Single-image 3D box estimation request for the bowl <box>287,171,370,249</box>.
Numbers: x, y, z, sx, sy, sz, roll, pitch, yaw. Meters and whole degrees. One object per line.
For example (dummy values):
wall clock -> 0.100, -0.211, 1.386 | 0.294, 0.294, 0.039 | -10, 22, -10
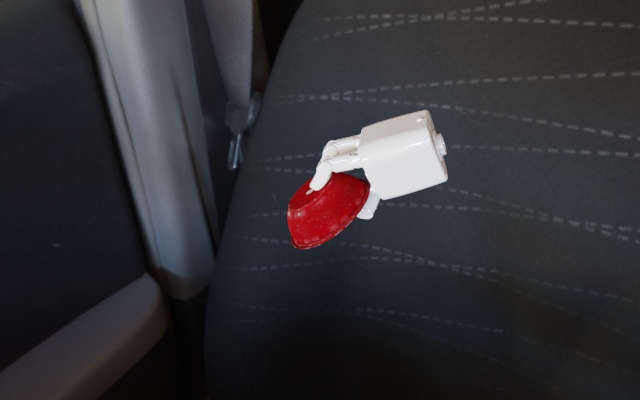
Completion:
bowl -> -0.001, 0.003, 0.780 | 0.162, 0.055, 0.162 | -34, 22, 16
